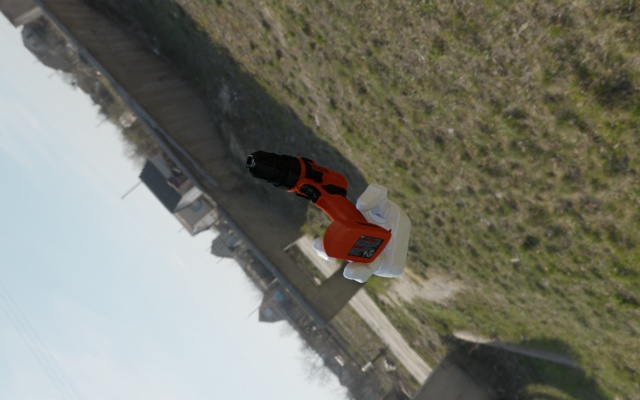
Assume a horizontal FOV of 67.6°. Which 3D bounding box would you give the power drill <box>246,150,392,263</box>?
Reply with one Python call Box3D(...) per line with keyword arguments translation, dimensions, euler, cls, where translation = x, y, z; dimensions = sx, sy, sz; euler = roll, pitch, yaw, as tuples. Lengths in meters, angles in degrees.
Box3D(translation=(0.000, 0.003, 0.669), dimensions=(0.184, 0.057, 0.187), euler=(12, 30, -42), cls="power drill")
